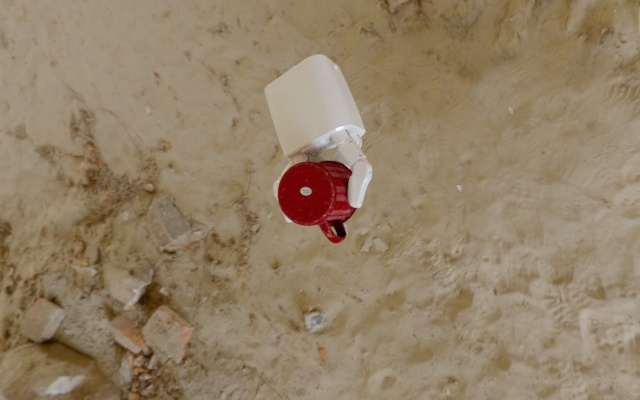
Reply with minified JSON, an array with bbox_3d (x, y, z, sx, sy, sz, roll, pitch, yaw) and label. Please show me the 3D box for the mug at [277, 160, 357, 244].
[{"bbox_3d":[0.000,0.003,0.627,0.093,0.117,0.081,-25,-8,21],"label":"mug"}]
